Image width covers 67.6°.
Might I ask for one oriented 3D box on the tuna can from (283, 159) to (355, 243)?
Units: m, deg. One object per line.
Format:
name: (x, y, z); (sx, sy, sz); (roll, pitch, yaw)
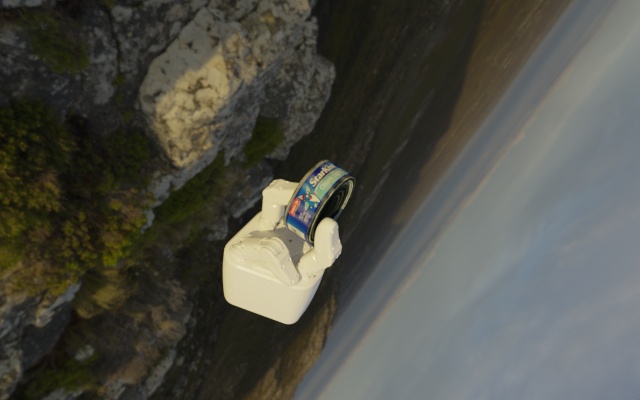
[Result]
tuna can: (0.001, 0.002, 0.507); (0.033, 0.086, 0.086); (33, 11, 17)
